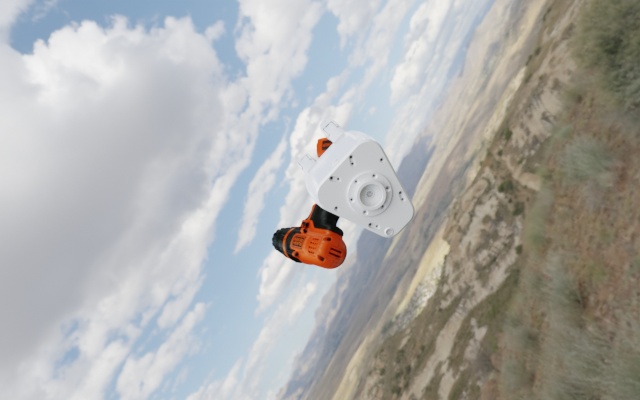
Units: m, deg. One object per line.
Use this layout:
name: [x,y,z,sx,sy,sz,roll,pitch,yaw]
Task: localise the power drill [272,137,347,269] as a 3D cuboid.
power drill: [0.000,0.002,0.695,0.057,0.187,0.184,22,-9,-28]
